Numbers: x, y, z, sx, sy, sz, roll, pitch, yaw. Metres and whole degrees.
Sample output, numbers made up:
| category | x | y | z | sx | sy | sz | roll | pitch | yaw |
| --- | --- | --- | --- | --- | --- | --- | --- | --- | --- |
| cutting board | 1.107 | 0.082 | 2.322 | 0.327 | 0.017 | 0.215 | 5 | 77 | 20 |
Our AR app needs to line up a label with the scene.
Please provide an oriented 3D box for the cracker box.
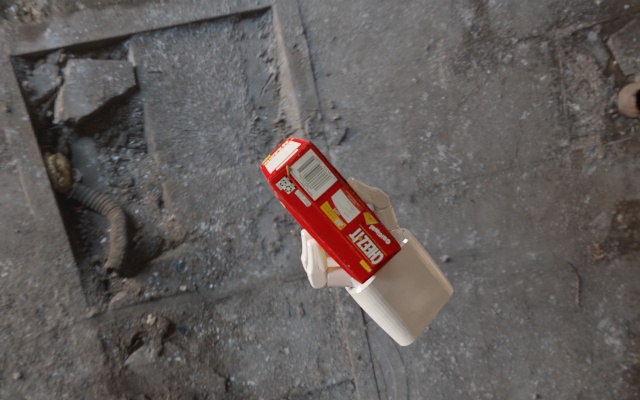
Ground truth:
| category | x | y | z | sx | sy | sz | roll | pitch | yaw |
| --- | --- | --- | --- | --- | --- | --- | --- | --- | --- |
| cracker box | 0.000 | 0.002 | 0.620 | 0.072 | 0.164 | 0.213 | -42 | 13 | -2 |
